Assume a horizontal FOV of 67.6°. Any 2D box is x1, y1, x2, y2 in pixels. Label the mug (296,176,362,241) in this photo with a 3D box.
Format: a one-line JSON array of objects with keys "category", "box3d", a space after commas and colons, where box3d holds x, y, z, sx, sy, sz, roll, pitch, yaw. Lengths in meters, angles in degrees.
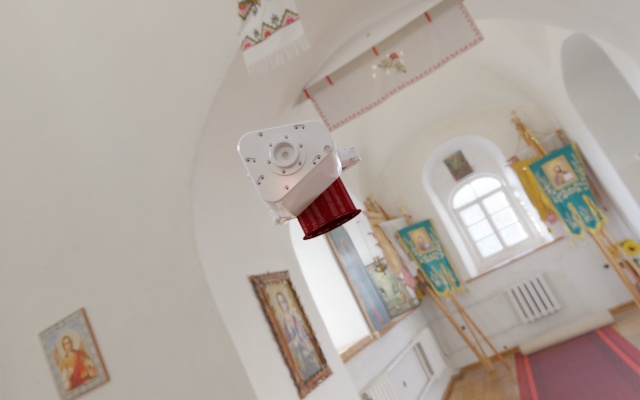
[{"category": "mug", "box3d": [0.000, 0.002, 0.693, 0.093, 0.081, 0.117, -27, -11, -1]}]
